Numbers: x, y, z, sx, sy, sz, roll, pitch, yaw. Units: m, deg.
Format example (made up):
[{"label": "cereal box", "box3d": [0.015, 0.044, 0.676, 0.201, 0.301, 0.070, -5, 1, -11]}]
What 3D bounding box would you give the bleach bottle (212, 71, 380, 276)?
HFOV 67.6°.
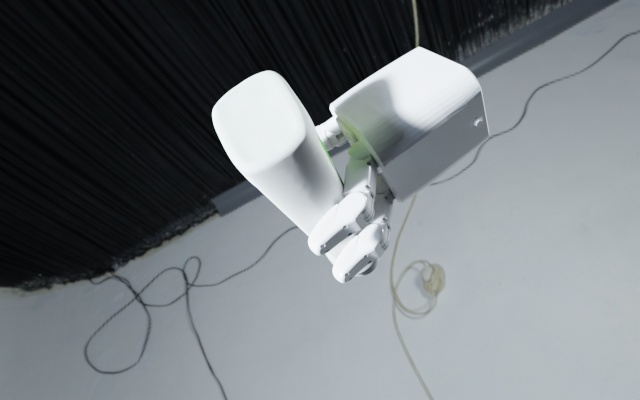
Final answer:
[{"label": "bleach bottle", "box3d": [0.000, 0.002, 0.452, 0.068, 0.102, 0.251, -33, -39, 3]}]
